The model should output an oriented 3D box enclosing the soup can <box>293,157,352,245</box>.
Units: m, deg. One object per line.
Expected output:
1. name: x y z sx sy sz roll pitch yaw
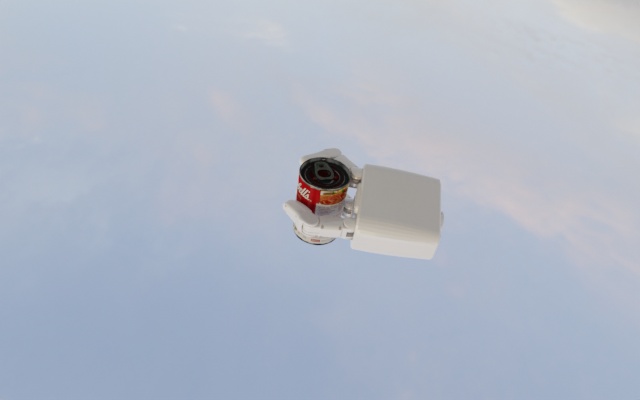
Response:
1. soup can: 0.000 0.002 0.644 0.068 0.102 0.068 5 41 -5
